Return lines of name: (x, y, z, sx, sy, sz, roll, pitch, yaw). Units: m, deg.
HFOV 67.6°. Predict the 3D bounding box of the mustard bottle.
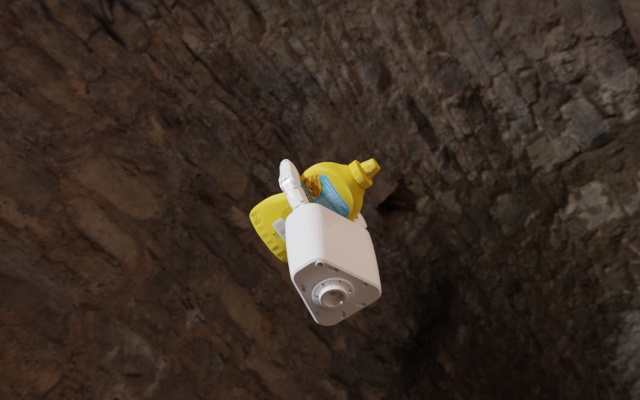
mustard bottle: (0.000, 0.002, 0.673, 0.192, 0.096, 0.058, -34, 6, 17)
